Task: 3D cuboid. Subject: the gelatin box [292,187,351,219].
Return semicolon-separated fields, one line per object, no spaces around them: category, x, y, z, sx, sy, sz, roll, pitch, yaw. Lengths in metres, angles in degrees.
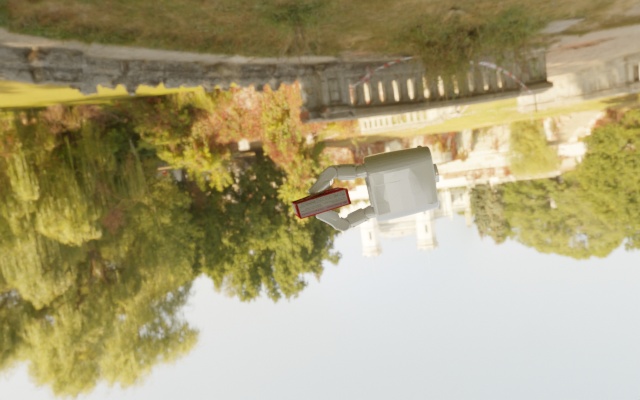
gelatin box;0.000;0.003;0.793;0.089;0.030;0.073;-18;5;-7
